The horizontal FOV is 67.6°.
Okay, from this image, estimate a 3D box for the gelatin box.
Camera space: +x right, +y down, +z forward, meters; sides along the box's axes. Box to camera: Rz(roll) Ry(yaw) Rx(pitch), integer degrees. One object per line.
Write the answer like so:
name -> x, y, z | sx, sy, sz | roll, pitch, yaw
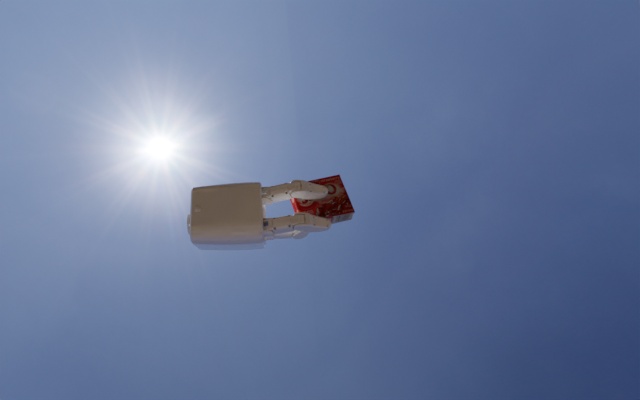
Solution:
gelatin box -> 0.000, 0.003, 0.757 | 0.089, 0.073, 0.030 | -12, -28, -17
